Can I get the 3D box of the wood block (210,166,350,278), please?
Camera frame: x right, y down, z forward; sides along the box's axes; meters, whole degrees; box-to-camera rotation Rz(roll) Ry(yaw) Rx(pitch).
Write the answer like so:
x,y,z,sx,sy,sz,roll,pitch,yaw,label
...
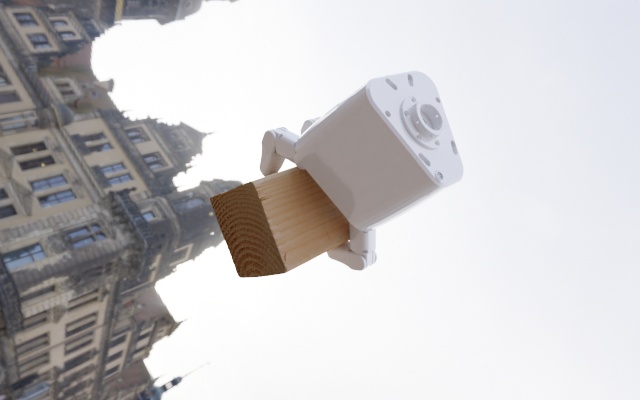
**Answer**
x,y,z,sx,sy,sz,roll,pitch,yaw,label
0.001,0.002,0.520,0.206,0.091,0.090,-22,4,-40,wood block
